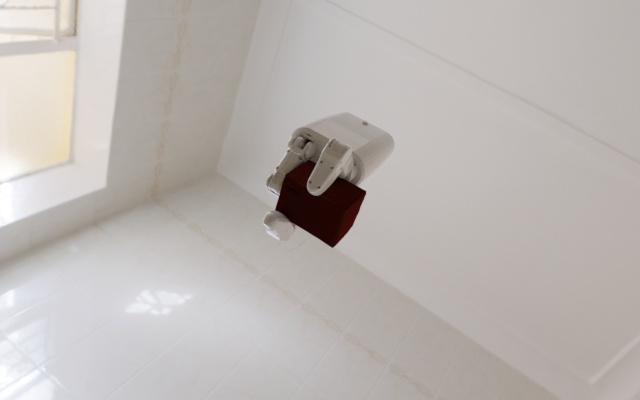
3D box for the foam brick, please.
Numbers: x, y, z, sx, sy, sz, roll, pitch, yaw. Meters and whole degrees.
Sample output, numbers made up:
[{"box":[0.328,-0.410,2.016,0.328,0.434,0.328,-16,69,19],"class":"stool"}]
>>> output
[{"box":[0.000,0.002,0.510,0.078,0.053,0.051,31,35,17],"class":"foam brick"}]
